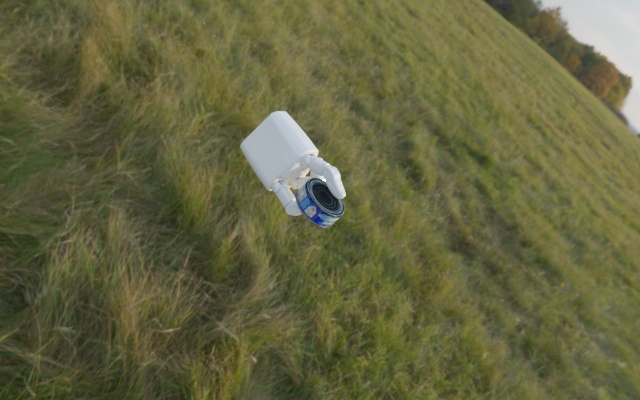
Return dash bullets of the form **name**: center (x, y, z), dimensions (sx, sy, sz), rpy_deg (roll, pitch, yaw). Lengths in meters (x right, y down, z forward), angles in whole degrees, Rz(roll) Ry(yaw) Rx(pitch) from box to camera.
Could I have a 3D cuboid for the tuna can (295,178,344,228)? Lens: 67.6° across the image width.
- **tuna can**: center (0.001, 0.002, 0.826), dimensions (0.034, 0.086, 0.086), rpy_deg (-43, -25, 30)
